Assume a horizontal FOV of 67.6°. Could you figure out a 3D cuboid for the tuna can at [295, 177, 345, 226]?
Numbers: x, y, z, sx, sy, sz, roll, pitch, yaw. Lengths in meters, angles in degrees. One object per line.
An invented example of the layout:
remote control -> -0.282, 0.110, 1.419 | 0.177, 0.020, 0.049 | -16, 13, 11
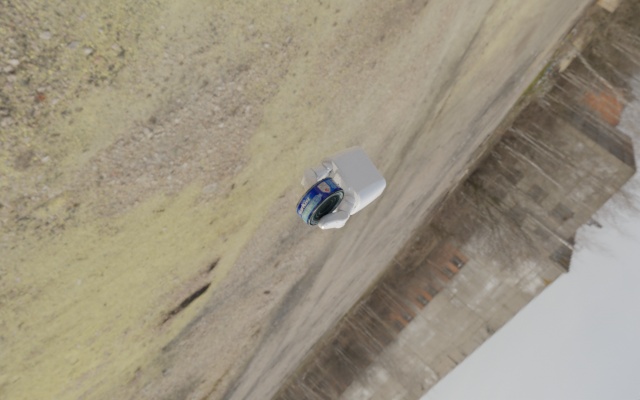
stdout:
tuna can -> 0.000, 0.003, 0.813 | 0.033, 0.086, 0.086 | 45, 17, 18
